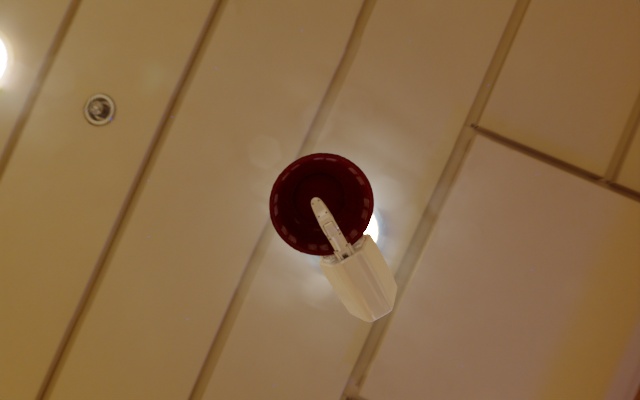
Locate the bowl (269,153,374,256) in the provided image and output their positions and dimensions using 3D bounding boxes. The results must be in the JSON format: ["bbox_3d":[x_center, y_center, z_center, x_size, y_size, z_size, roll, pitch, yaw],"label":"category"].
[{"bbox_3d":[0.000,0.001,0.752,0.162,0.162,0.055,0,13,-6],"label":"bowl"}]
